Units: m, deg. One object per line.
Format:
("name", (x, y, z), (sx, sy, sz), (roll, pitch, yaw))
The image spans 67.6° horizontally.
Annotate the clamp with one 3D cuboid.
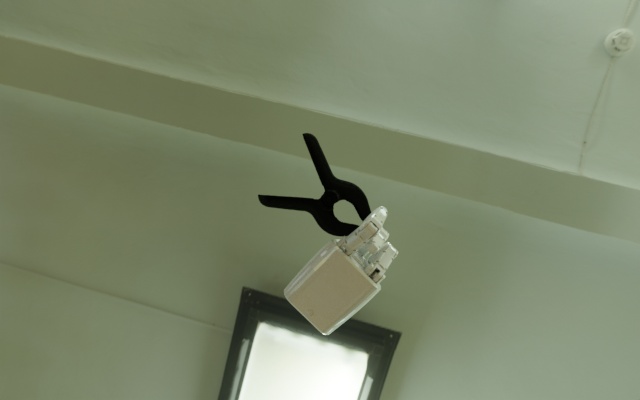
("clamp", (0.000, 0.002, 0.678), (0.171, 0.120, 0.039), (45, 5, -1))
